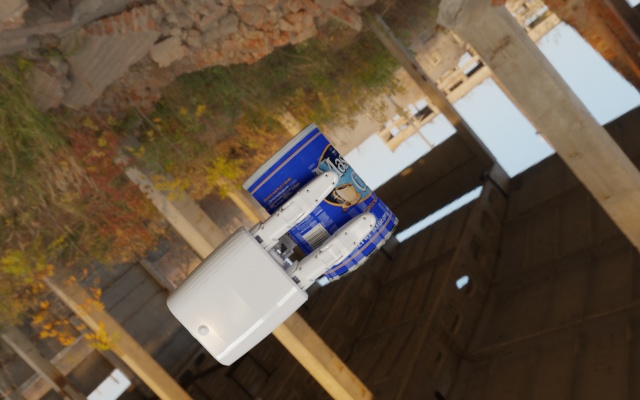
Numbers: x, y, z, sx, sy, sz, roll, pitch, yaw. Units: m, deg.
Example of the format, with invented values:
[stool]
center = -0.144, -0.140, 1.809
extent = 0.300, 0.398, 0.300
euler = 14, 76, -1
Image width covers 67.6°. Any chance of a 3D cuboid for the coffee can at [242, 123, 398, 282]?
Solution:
[coffee can]
center = 0.000, 0.001, 0.519
extent = 0.103, 0.140, 0.103
euler = -41, 5, 4
